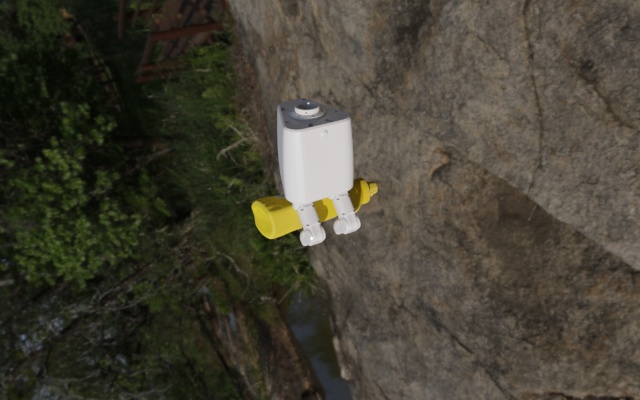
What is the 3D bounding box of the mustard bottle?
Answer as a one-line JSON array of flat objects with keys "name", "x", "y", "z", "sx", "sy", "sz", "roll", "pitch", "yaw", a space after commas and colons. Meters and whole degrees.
[{"name": "mustard bottle", "x": 0.000, "y": 0.003, "z": 0.716, "sx": 0.191, "sy": 0.058, "sz": 0.096, "roll": -16, "pitch": 10, "yaw": -21}]
